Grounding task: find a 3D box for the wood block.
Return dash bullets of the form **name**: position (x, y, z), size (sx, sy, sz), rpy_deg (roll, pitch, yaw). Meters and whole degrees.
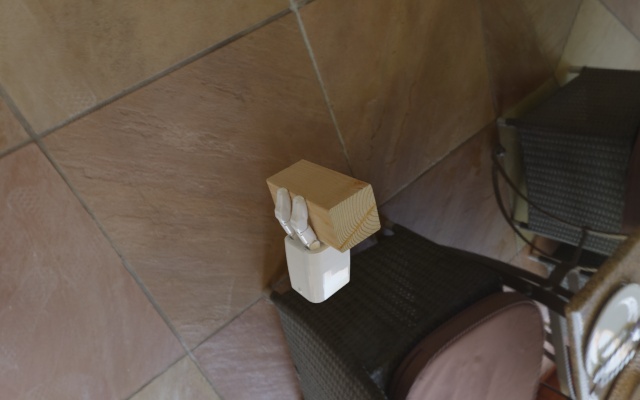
- **wood block**: position (0.001, 0.003, 0.854), size (0.091, 0.090, 0.206), rpy_deg (-30, 31, -24)
